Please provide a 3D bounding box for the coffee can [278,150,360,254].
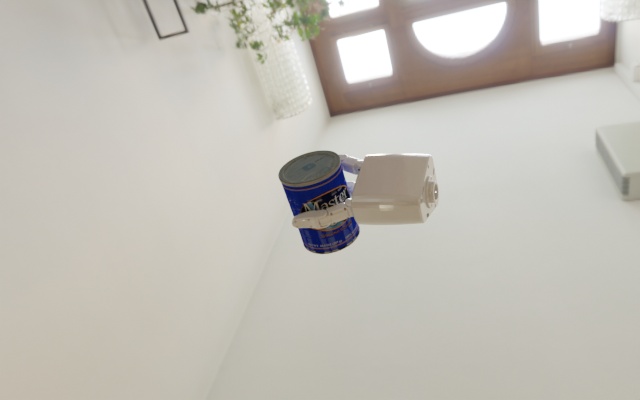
[{"bbox_3d":[0.000,0.003,0.791,0.103,0.140,0.102,-13,31,8],"label":"coffee can"}]
